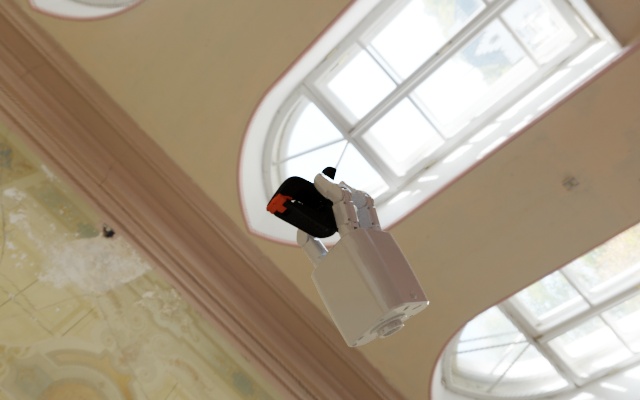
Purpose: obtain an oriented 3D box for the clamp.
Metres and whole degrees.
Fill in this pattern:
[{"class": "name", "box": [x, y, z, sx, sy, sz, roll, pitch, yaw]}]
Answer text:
[{"class": "clamp", "box": [-0.001, 0.003, 0.643, 0.036, 0.164, 0.210, -45, -32, 23]}]
